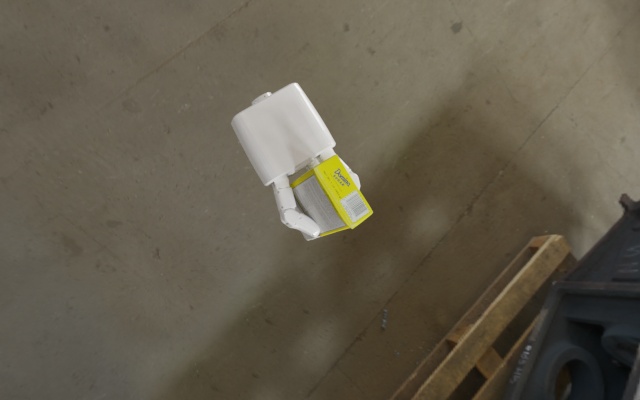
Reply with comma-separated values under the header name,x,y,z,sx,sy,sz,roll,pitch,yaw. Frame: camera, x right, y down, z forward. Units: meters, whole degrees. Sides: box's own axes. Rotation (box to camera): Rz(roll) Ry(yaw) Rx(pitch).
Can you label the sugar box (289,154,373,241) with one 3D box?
name,x,y,z,sx,sy,sz,roll,pitch,yaw
sugar box,0.001,0.002,0.686,0.048,0.093,0.176,-32,3,-20
